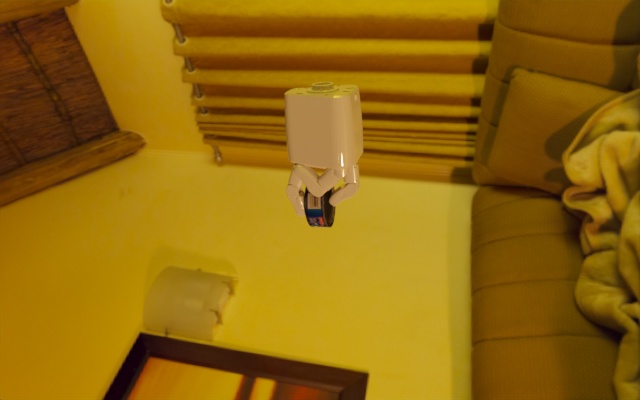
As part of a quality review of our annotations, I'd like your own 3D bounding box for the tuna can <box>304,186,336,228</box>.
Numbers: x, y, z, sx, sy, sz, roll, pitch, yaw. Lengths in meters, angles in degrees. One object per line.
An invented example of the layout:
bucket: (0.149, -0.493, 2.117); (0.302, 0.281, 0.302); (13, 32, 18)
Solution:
tuna can: (0.000, 0.003, 0.798); (0.034, 0.086, 0.086); (-1, 0, 15)
